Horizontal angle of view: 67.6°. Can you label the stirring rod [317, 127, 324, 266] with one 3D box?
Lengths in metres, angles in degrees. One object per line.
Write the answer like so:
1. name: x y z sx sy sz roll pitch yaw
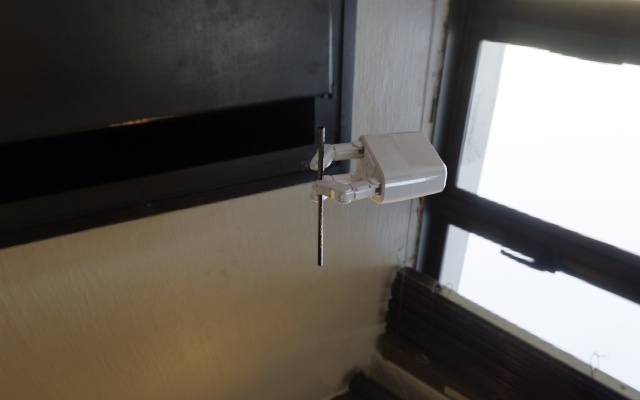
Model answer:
1. stirring rod: 0.000 0.002 0.721 0.011 0.240 0.011 0 31 0
